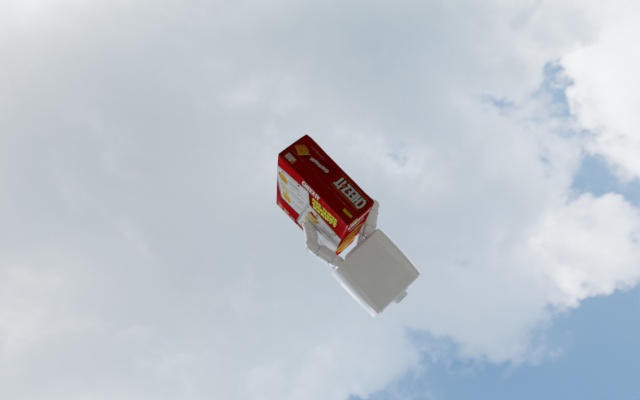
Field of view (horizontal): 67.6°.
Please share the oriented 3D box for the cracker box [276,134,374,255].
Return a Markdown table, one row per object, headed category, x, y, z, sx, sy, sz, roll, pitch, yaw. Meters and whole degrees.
| category | x | y | z | sx | sy | sz | roll | pitch | yaw |
| --- | --- | --- | --- | --- | --- | --- | --- | --- | --- |
| cracker box | 0.000 | 0.003 | 0.848 | 0.072 | 0.164 | 0.214 | -40 | -13 | -19 |
